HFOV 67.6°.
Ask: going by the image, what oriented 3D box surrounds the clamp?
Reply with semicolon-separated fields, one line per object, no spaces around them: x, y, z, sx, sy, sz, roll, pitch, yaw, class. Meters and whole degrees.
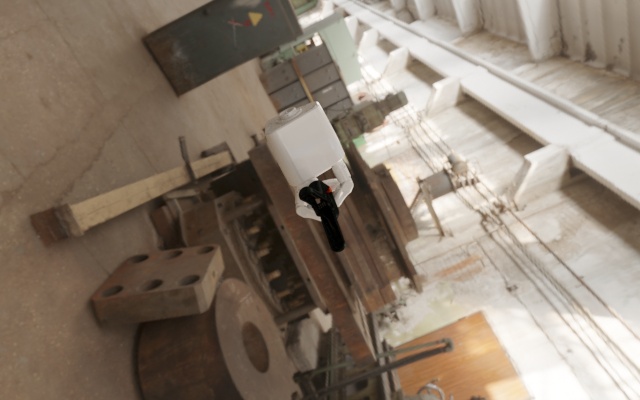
0.001;0.002;0.811;0.039;0.120;0.171;-24;25;6;clamp
